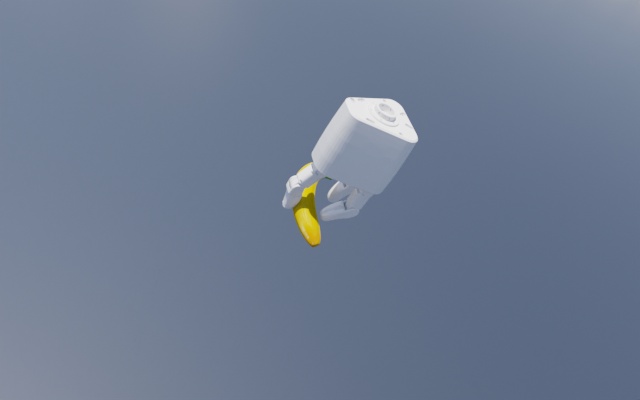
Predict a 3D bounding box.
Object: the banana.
[{"bbox_3d":[-0.015,-0.008,0.780,0.069,0.037,0.197,29,38,-12],"label":"banana"}]
